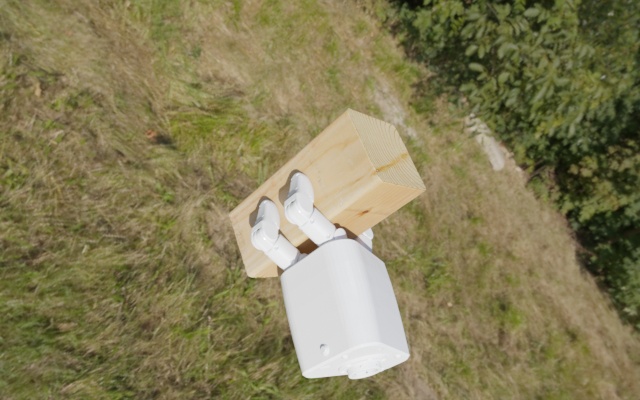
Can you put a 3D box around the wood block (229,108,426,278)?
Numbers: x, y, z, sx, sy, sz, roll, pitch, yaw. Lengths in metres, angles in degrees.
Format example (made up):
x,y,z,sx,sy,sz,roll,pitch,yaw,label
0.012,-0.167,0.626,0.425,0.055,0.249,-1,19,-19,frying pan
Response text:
x,y,z,sx,sy,sz,roll,pitch,yaw,label
0.001,0.002,0.542,0.206,0.090,0.091,-37,-28,32,wood block
